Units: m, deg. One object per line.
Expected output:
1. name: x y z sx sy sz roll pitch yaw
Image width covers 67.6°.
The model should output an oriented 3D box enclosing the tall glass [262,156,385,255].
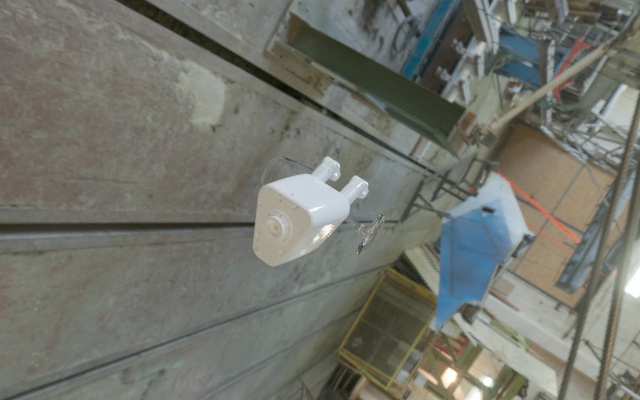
1. tall glass: 0.001 0.003 0.769 0.201 0.079 0.079 33 12 20
